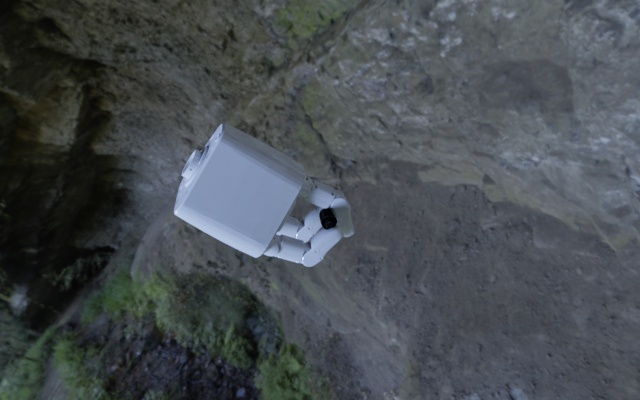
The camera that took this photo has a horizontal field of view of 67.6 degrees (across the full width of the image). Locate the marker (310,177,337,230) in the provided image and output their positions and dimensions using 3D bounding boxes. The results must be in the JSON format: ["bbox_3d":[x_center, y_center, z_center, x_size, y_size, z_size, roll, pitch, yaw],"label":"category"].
[{"bbox_3d":[0.000,0.002,0.590,0.020,0.020,0.121,0,25,-11],"label":"marker"}]
